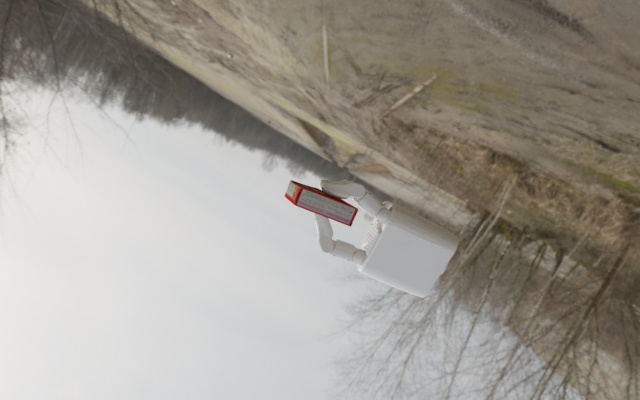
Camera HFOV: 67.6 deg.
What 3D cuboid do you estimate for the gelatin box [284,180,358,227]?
[{"bbox_3d":[0.000,0.003,0.674,0.089,0.030,0.073,20,4,-18],"label":"gelatin box"}]
